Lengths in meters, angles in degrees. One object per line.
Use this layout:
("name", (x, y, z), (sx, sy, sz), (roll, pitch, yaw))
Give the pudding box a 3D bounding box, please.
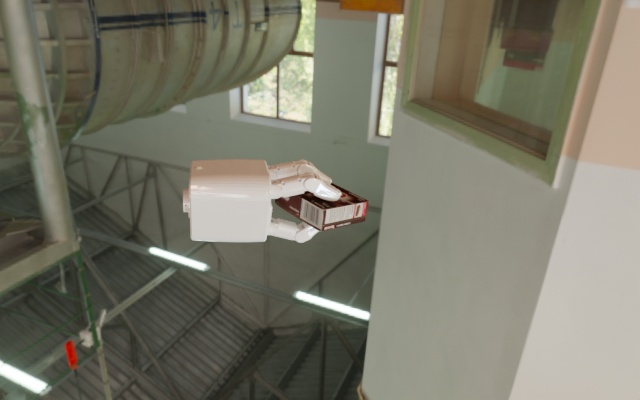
("pudding box", (0.000, 0.002, 0.707), (0.090, 0.039, 0.113), (-11, 30, -40))
